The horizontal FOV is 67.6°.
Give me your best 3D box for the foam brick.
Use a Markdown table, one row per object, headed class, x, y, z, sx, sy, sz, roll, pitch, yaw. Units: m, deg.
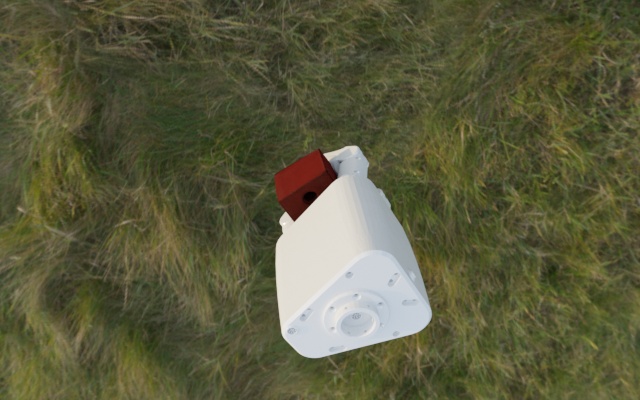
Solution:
| class | x | y | z | sx | sy | sz | roll | pitch | yaw |
| --- | --- | --- | --- | --- | --- | --- | --- | --- | --- |
| foam brick | 0.000 | 0.001 | 0.452 | 0.053 | 0.078 | 0.051 | -32 | 29 | 10 |
